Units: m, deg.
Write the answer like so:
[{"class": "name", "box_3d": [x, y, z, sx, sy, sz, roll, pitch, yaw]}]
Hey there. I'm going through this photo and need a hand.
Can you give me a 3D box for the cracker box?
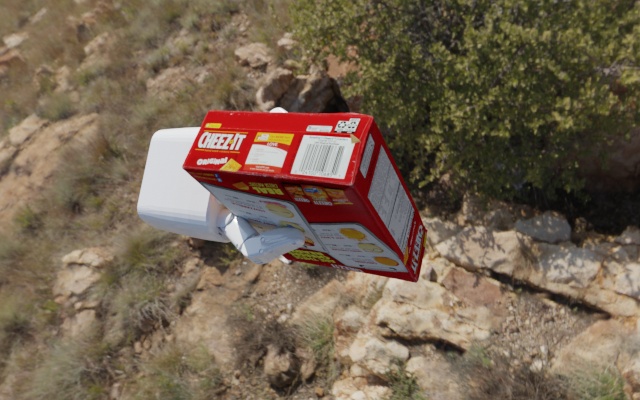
[{"class": "cracker box", "box_3d": [0.000, 0.002, 0.464, 0.164, 0.072, 0.214, 6, -24, 28]}]
